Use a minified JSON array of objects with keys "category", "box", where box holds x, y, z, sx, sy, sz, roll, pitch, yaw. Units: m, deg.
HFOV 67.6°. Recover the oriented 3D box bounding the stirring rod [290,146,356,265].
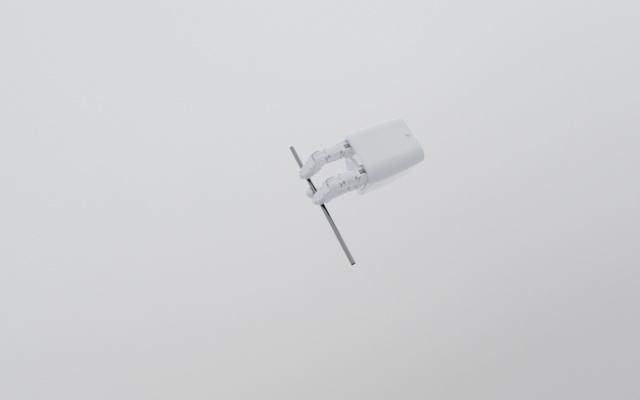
[{"category":"stirring rod","box":[0.000,0.003,0.791,0.011,0.239,0.011,-23,-26,-12]}]
